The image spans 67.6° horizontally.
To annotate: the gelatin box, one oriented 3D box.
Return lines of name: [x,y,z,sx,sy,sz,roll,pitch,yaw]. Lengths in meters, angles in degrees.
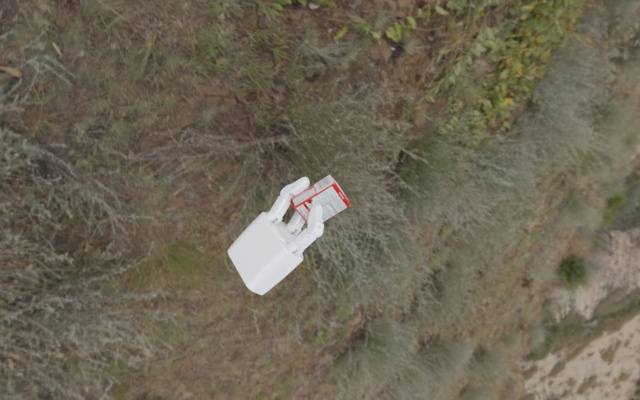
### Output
gelatin box: [0.001,0.003,0.881,0.089,0.030,0.073,-31,-45,7]
